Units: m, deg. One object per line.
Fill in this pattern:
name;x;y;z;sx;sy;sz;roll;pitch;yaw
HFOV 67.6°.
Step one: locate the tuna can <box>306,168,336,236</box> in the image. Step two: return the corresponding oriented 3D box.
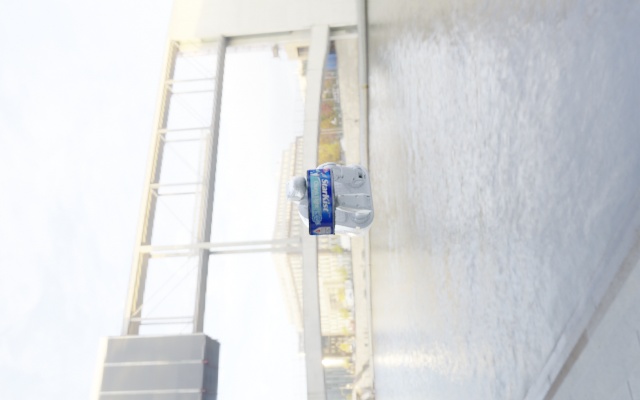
tuna can;0.000;0.002;0.606;0.034;0.086;0.086;-2;0;-1
